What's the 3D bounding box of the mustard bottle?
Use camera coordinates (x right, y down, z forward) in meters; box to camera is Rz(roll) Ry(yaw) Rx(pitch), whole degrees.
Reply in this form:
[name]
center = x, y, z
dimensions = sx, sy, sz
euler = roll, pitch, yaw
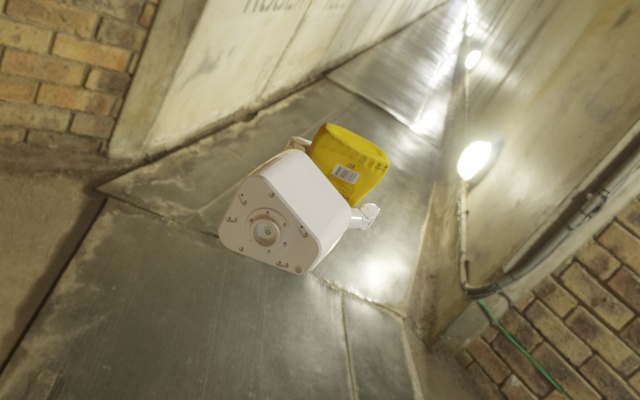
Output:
[mustard bottle]
center = 0.000, 0.002, 0.618
dimensions = 0.096, 0.192, 0.058
euler = 24, 26, -17
